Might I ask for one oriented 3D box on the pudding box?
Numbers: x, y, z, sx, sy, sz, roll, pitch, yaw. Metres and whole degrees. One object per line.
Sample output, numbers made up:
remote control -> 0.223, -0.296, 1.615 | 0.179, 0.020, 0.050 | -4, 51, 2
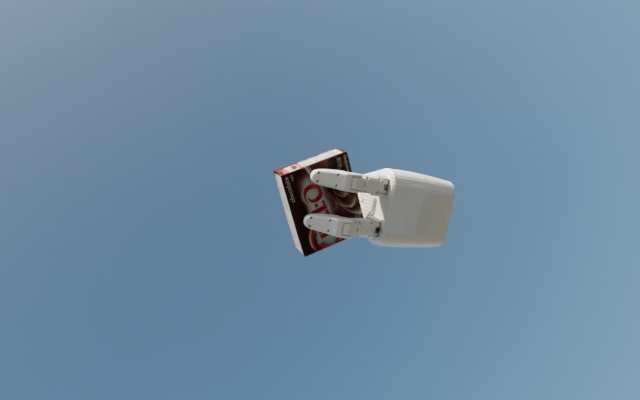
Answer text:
pudding box -> 0.000, 0.002, 0.598 | 0.090, 0.113, 0.039 | -22, 19, -18
